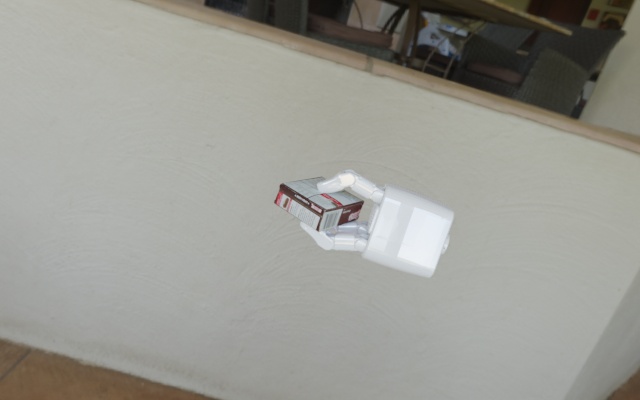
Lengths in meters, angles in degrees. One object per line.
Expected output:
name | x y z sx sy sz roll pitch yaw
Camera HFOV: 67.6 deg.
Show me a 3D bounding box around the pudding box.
pudding box | 0.000 0.002 0.726 0.090 0.039 0.113 31 22 28
